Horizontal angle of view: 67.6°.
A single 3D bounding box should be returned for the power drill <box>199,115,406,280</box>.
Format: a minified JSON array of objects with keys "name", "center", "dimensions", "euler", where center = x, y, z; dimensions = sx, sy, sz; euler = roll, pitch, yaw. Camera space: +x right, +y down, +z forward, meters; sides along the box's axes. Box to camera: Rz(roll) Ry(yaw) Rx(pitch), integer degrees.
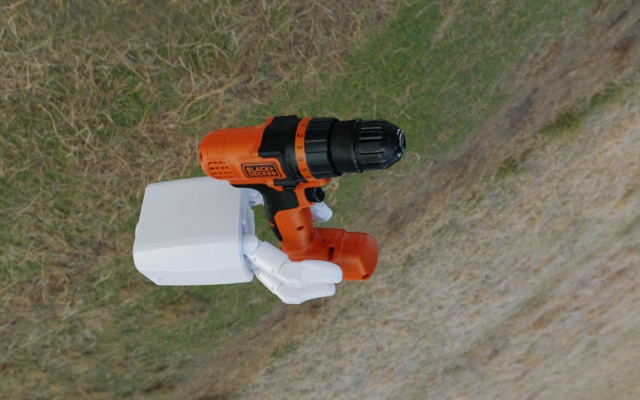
[{"name":"power drill","center":[0.000,0.002,0.452],"dimensions":[0.184,0.057,0.188],"euler":[1,-43,23]}]
